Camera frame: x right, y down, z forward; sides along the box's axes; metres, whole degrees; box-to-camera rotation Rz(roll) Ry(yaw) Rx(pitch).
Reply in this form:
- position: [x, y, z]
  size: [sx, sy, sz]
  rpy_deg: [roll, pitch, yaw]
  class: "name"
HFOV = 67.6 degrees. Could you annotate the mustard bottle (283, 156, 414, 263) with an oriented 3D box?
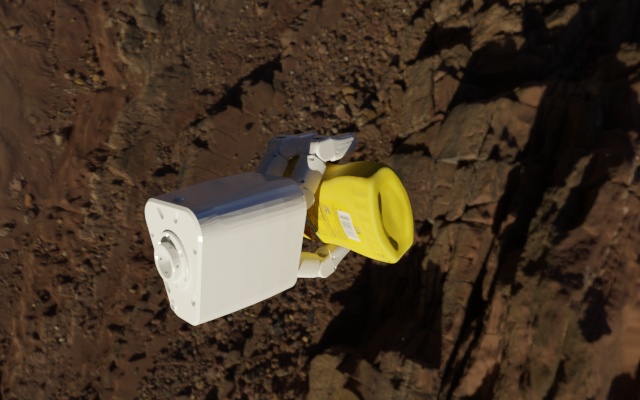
- position: [0.000, 0.002, 0.493]
  size: [0.191, 0.096, 0.058]
  rpy_deg: [11, 44, 45]
  class: "mustard bottle"
